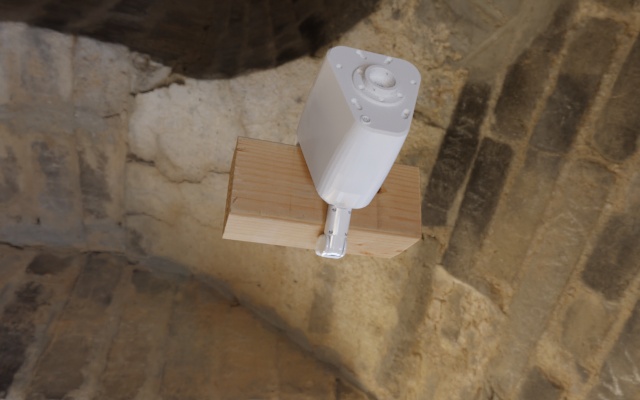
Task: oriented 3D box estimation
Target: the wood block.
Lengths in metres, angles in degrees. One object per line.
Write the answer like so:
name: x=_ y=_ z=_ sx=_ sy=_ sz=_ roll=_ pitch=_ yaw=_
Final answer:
wood block: x=0.000 y=0.002 z=0.540 sx=0.206 sy=0.090 sz=0.090 roll=8 pitch=-23 yaw=-13
